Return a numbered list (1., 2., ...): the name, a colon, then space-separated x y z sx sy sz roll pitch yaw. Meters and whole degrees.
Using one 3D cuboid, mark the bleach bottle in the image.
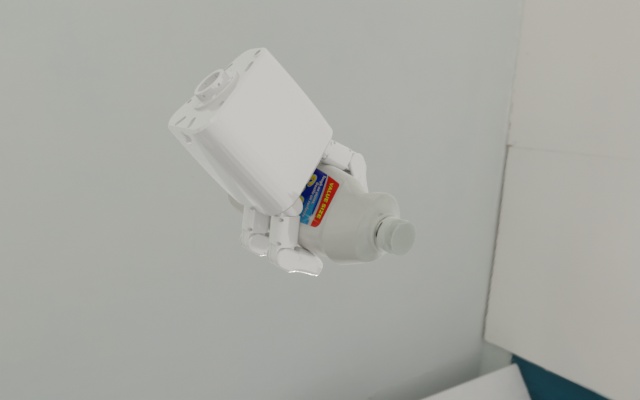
1. bleach bottle: 0.000 0.002 0.490 0.251 0.102 0.068 18 -25 52
